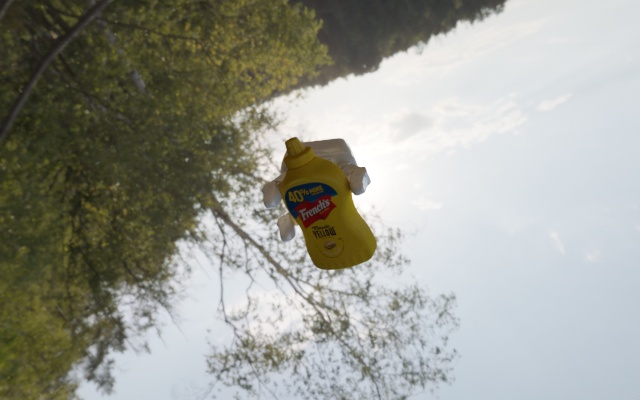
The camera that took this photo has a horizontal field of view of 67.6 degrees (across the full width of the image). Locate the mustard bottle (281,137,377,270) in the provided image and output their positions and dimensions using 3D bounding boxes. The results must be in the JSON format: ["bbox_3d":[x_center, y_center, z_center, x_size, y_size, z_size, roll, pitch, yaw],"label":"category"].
[{"bbox_3d":[0.000,0.002,0.648,0.096,0.192,0.058,-13,23,30],"label":"mustard bottle"}]
